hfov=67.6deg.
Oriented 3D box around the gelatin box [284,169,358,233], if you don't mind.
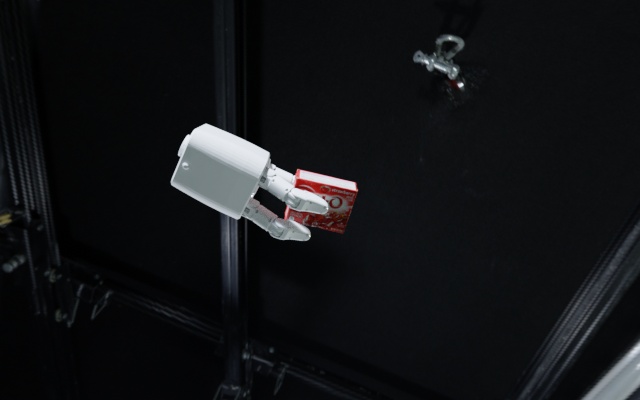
[{"bbox_3d":[0.000,0.002,0.681,0.089,0.073,0.030,12,28,-8],"label":"gelatin box"}]
